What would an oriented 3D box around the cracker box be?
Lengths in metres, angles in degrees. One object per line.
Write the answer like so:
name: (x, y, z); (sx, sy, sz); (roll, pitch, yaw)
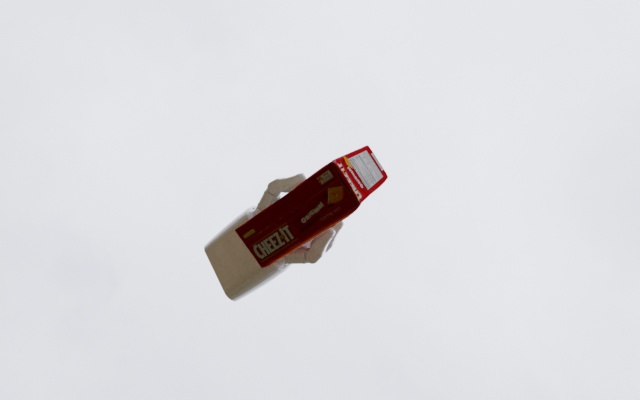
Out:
cracker box: (0.000, 0.002, 0.684); (0.164, 0.072, 0.213); (-34, 0, 21)
